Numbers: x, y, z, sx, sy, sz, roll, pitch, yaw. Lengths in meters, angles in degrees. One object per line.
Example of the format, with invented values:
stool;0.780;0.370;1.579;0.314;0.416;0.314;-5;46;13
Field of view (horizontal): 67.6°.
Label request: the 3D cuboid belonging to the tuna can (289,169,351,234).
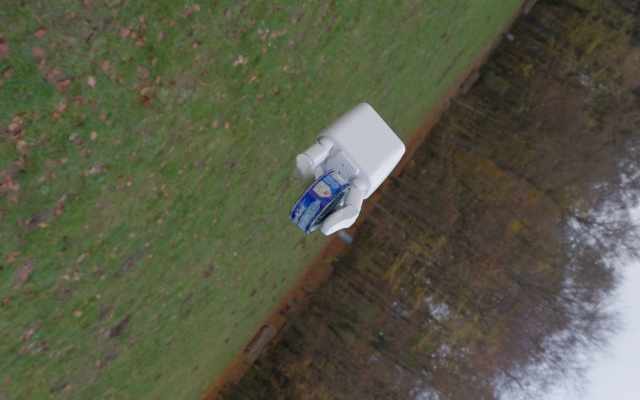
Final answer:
tuna can;0.000;0.002;0.621;0.033;0.086;0.086;42;9;10
